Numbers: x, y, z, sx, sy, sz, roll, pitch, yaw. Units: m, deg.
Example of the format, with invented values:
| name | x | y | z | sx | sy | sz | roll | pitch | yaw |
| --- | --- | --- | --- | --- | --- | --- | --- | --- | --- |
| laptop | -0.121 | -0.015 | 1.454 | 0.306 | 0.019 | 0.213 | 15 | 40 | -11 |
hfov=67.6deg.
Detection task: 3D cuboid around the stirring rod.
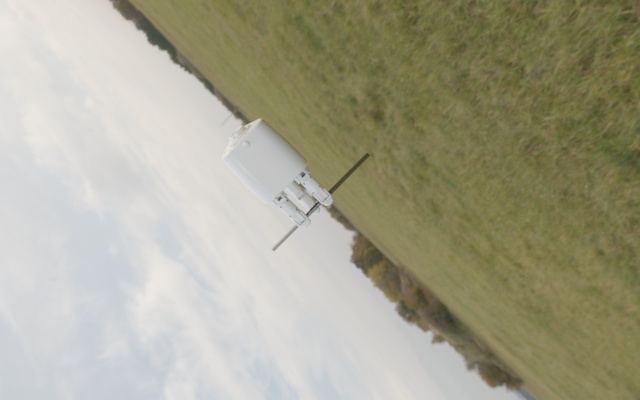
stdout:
| name | x | y | z | sx | sy | sz | roll | pitch | yaw |
| --- | --- | --- | --- | --- | --- | --- | --- | --- | --- |
| stirring rod | 0.000 | 0.003 | 0.846 | 0.239 | 0.011 | 0.011 | -45 | 1 | 1 |
